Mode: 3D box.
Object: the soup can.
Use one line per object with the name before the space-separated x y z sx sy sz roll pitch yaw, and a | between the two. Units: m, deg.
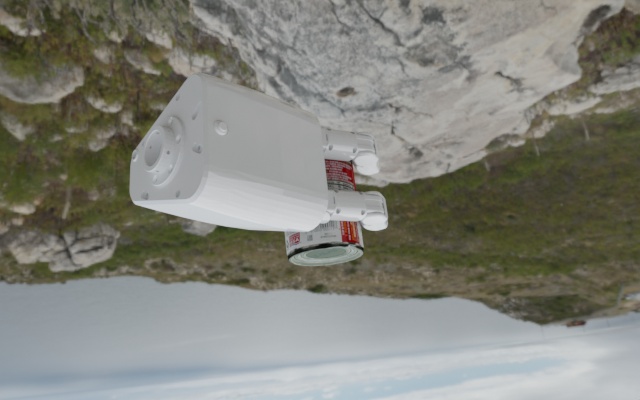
soup can | 0.000 0.002 0.428 0.068 0.102 0.068 -5 -20 -2
